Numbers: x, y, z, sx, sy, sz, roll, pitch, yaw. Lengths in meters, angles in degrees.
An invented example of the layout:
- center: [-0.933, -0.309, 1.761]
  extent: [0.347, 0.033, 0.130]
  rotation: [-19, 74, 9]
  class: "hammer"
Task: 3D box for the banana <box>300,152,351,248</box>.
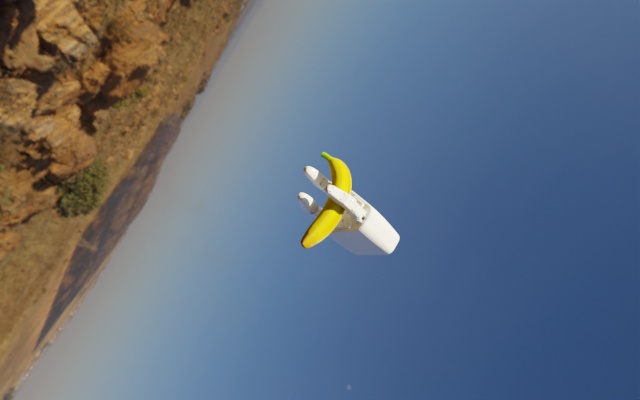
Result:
- center: [0.018, 0.000, 0.870]
  extent: [0.069, 0.197, 0.037]
  rotation: [0, -30, 25]
  class: "banana"
